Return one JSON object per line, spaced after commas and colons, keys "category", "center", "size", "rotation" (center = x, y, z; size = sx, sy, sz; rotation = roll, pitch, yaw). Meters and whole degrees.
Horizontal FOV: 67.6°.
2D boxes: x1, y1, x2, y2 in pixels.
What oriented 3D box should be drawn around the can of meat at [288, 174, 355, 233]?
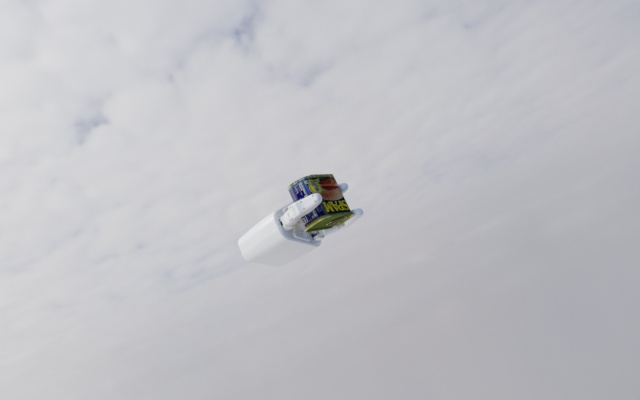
{"category": "can of meat", "center": [0.000, 0.002, 0.826], "size": [0.057, 0.084, 0.102], "rotation": [-35, -18, 33]}
